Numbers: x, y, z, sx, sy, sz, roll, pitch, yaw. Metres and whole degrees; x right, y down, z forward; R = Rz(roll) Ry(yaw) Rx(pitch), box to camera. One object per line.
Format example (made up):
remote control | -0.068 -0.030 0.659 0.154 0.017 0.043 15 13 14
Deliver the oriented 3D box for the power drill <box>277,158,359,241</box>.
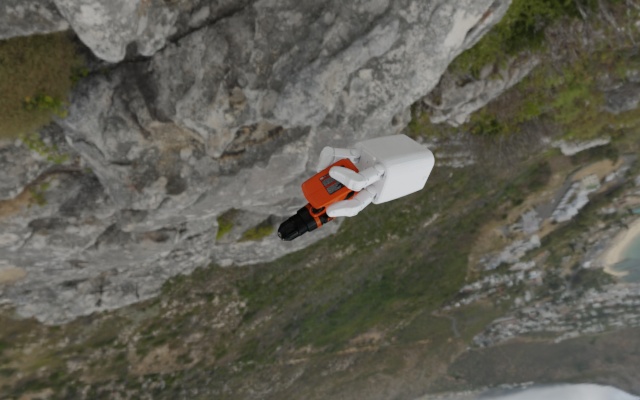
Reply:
power drill | 0.000 0.003 0.885 0.184 0.057 0.188 -33 -10 -13
